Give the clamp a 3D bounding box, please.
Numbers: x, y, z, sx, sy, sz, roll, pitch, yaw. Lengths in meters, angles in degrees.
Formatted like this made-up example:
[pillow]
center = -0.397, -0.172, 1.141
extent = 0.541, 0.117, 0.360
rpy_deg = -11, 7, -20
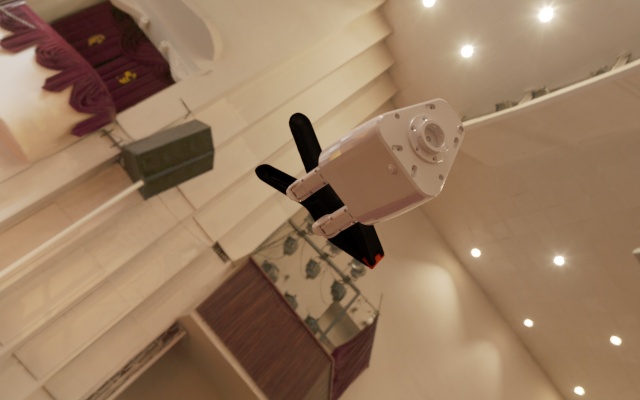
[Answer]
[clamp]
center = 0.001, 0.002, 0.614
extent = 0.036, 0.210, 0.164
rpy_deg = -41, 7, -29
